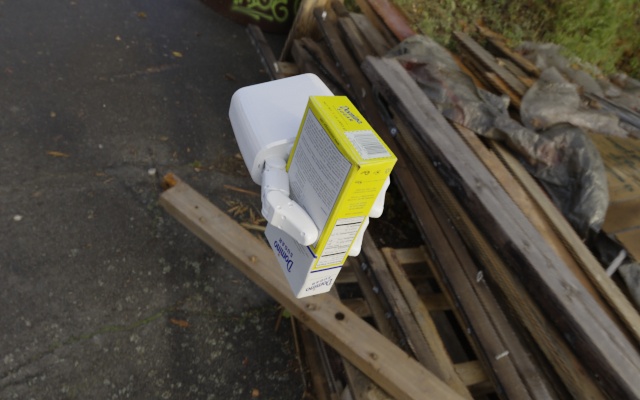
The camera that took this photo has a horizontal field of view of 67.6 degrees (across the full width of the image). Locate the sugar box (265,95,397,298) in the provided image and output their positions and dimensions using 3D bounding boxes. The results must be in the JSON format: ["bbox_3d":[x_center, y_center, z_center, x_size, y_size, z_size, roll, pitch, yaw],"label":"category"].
[{"bbox_3d":[0.001,0.001,0.449,0.048,0.176,0.093,-8,49,-29],"label":"sugar box"}]
